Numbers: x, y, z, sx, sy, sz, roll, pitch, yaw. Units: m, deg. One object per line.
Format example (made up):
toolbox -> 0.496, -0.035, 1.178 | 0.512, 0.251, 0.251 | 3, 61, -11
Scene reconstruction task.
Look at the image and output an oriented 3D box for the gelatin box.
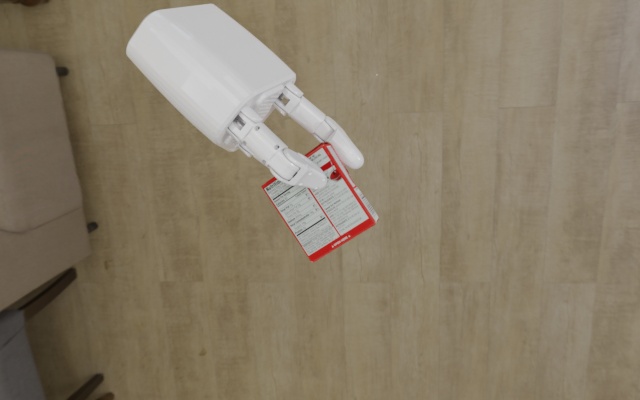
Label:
gelatin box -> 0.000, 0.002, 0.446 | 0.073, 0.089, 0.030 | -34, -1, 16
